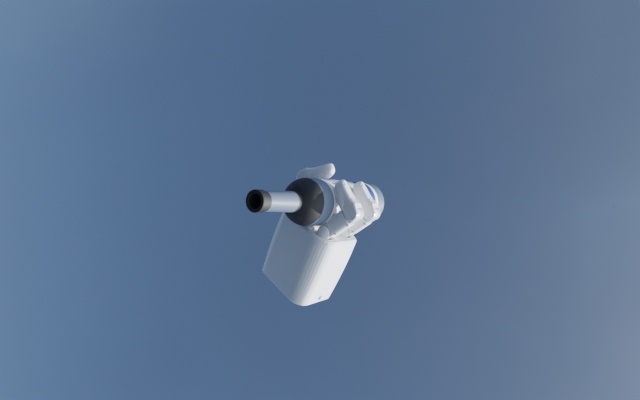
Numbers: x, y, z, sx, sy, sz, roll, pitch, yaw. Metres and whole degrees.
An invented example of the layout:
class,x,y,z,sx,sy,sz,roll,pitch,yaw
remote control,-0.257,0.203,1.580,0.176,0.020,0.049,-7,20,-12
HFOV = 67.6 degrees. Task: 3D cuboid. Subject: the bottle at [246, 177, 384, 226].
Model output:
class,x,y,z,sx,sy,sz,roll,pitch,yaw
bottle,0.000,0.002,0.679,0.069,0.069,0.296,0,-1,32
